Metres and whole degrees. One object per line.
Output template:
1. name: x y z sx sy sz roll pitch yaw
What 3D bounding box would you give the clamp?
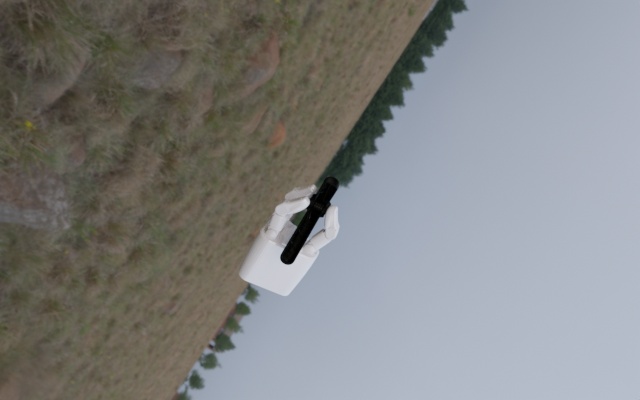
1. clamp: 0.001 0.003 0.822 0.036 0.165 0.210 32 26 -1
